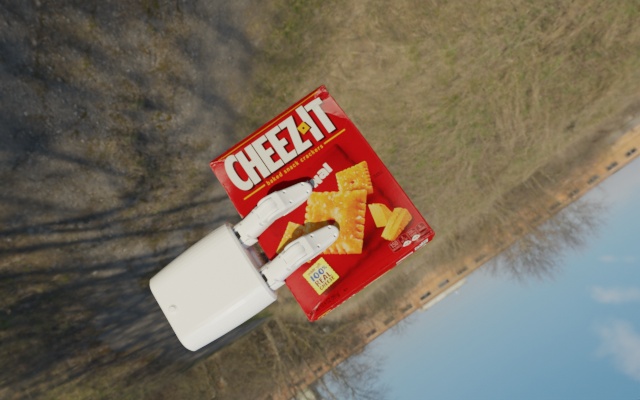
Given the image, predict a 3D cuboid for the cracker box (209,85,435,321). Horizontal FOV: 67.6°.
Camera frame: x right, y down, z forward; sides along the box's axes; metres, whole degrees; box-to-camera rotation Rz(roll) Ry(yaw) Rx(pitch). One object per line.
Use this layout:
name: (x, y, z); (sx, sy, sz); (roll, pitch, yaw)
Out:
cracker box: (0.000, 0.002, 0.545); (0.164, 0.213, 0.072); (-35, -13, -1)
